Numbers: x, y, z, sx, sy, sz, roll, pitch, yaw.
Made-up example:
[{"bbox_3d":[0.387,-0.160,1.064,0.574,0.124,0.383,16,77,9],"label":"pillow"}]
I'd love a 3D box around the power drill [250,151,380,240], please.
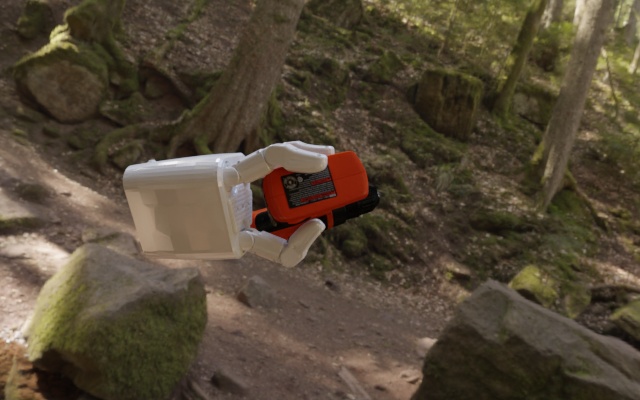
[{"bbox_3d":[0.000,0.002,0.564,0.184,0.057,0.188,-17,-12,-11],"label":"power drill"}]
